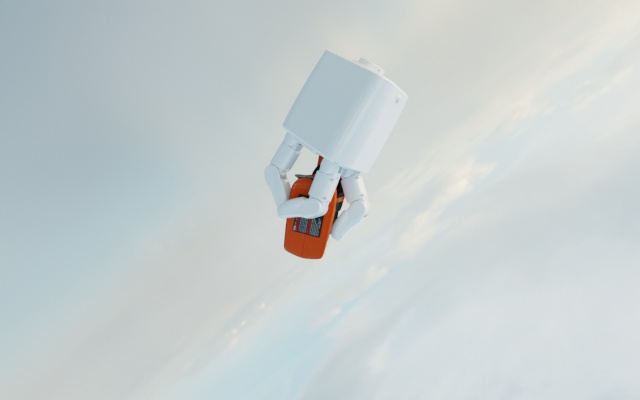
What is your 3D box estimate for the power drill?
[{"bbox_3d":[0.000,0.002,0.658,0.057,0.184,0.187,11,26,6],"label":"power drill"}]
